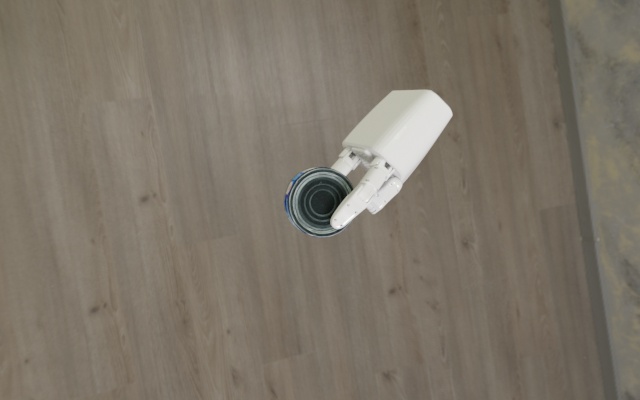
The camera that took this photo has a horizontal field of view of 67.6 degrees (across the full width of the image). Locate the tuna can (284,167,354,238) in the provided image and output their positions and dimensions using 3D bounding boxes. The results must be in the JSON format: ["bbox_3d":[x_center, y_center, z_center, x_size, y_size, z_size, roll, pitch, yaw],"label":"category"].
[{"bbox_3d":[0.000,0.002,0.579,0.086,0.086,0.034,0,4,-12],"label":"tuna can"}]
